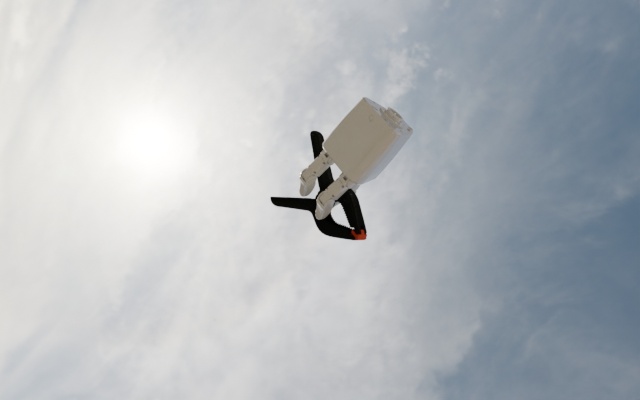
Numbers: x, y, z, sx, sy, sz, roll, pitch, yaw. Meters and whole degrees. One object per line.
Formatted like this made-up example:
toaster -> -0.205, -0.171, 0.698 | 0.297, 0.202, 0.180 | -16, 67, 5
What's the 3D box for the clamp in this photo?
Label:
clamp -> 0.001, 0.003, 0.841 | 0.036, 0.210, 0.165 | 2, -46, -52
